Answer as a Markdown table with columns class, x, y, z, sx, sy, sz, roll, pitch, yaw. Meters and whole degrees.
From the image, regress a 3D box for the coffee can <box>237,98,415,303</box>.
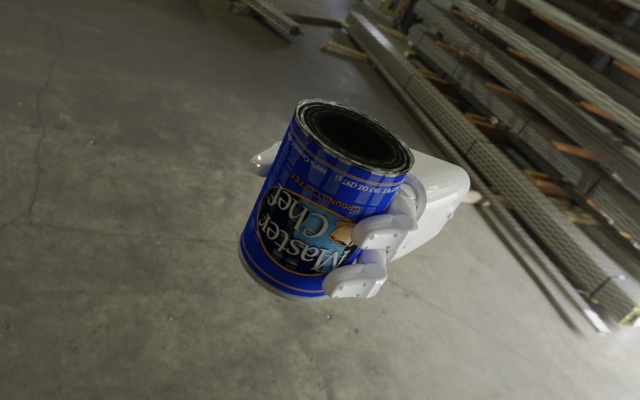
| class | x | y | z | sx | sy | sz | roll | pitch | yaw |
| --- | --- | --- | --- | --- | --- | --- | --- | --- | --- |
| coffee can | 0.000 | 0.001 | 0.404 | 0.103 | 0.140 | 0.102 | 20 | 31 | -13 |
